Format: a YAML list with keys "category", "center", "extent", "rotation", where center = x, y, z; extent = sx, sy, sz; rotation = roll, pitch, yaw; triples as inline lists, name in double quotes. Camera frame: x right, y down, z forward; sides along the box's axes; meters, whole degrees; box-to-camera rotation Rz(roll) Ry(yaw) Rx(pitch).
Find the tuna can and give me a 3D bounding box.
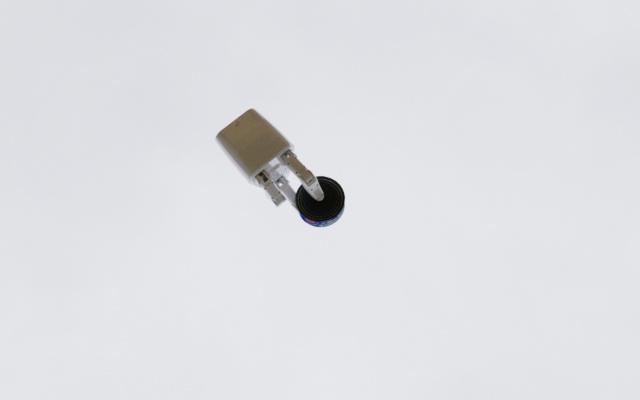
- category: "tuna can"
  center: [0.000, 0.003, 0.825]
  extent: [0.086, 0.086, 0.034]
  rotation: [0, -24, 3]
